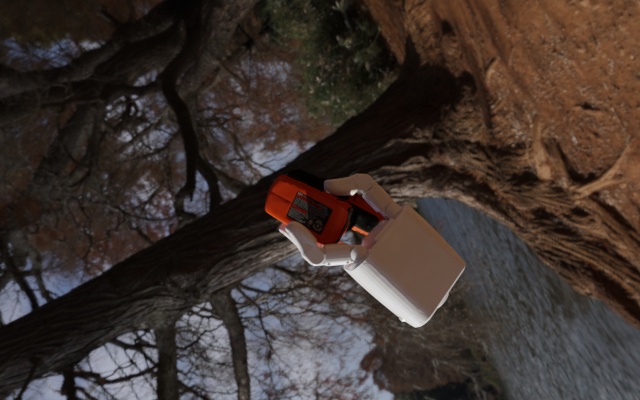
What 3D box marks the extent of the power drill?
[{"bbox_3d":[0.000,0.002,0.660,0.184,0.057,0.187,26,11,19],"label":"power drill"}]
